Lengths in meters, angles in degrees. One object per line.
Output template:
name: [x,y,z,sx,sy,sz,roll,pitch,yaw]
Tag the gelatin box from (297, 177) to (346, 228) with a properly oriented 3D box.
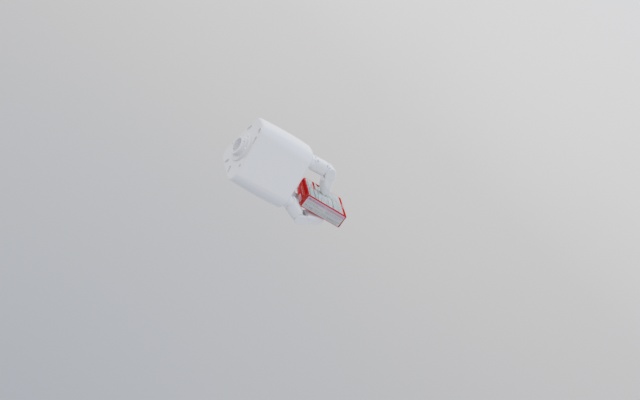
gelatin box: [0.001,0.003,0.871,0.089,0.030,0.073,30,20,-21]
